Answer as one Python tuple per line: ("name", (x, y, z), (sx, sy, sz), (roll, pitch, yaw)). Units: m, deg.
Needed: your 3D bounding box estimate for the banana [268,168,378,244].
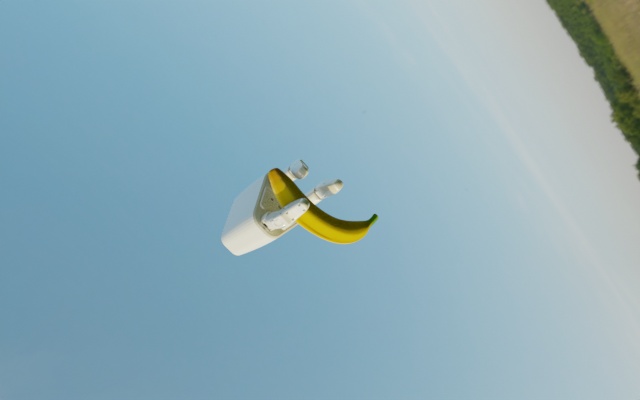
("banana", (0.000, 0.020, 0.718), (0.198, 0.069, 0.037), (25, -30, -27))
